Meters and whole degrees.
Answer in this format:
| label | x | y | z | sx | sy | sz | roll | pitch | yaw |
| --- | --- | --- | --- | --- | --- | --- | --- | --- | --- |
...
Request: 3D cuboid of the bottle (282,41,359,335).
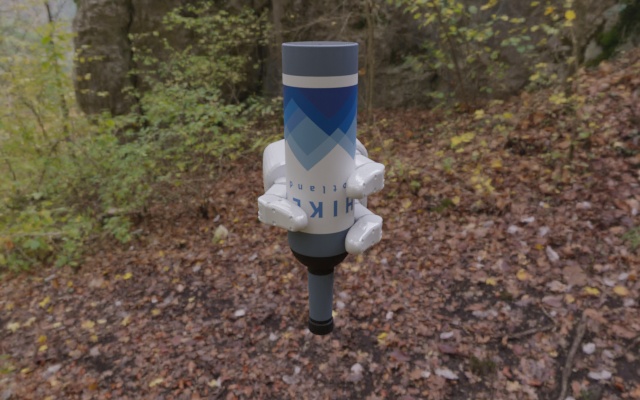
| label | x | y | z | sx | sy | sz | roll | pitch | yaw |
| --- | --- | --- | --- | --- | --- | --- | --- | --- | --- |
| bottle | 0.000 | 0.001 | 0.466 | 0.069 | 0.296 | 0.069 | 0 | 21 | 0 |
